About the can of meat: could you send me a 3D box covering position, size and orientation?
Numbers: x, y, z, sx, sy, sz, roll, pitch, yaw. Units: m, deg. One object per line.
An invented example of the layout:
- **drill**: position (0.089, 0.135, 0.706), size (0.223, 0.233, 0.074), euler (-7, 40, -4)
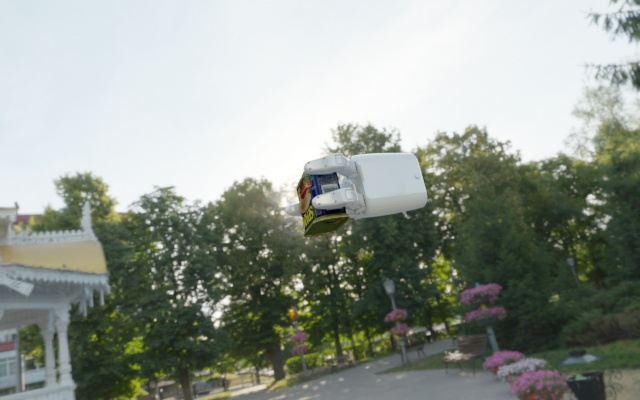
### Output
- **can of meat**: position (0.000, 0.002, 0.738), size (0.057, 0.084, 0.102), euler (-7, -17, -16)
